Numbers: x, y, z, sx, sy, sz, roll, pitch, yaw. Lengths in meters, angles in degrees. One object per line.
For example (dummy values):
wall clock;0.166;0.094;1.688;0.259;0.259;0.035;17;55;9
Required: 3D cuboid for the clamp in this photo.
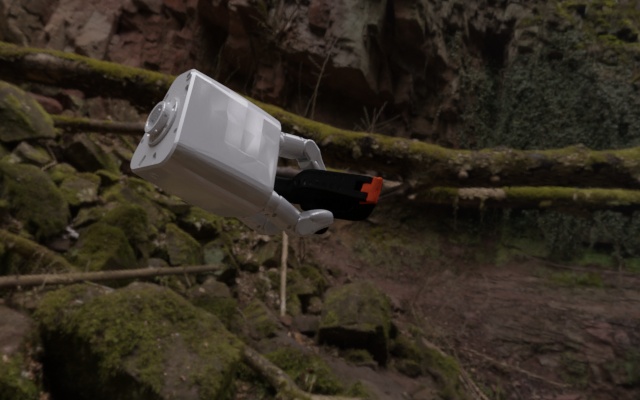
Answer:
clamp;0.001;0.001;0.554;0.165;0.036;0.210;31;-22;-37
